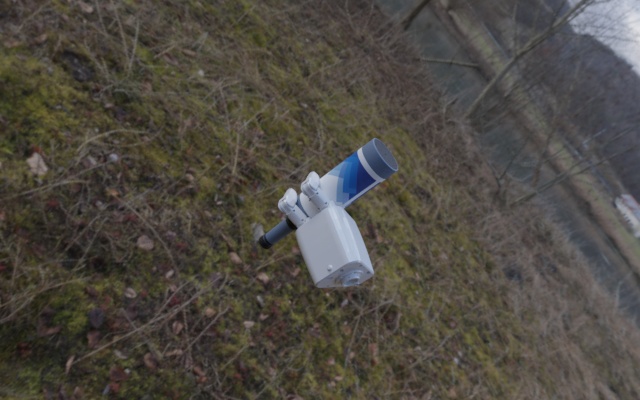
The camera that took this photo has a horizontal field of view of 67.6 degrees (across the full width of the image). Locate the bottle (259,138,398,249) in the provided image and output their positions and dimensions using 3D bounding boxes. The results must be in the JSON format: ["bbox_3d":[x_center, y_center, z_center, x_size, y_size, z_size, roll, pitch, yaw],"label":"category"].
[{"bbox_3d":[0.000,0.003,0.849,0.296,0.069,0.069,-36,-17,25],"label":"bottle"}]
